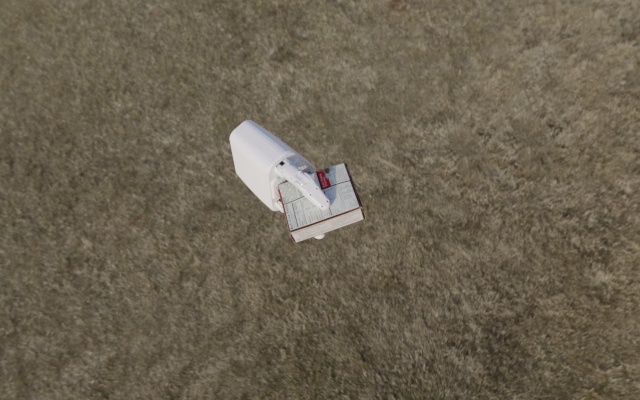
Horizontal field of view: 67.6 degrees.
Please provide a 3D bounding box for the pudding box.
[{"bbox_3d":[0.000,0.002,0.707,0.113,0.090,0.039,-20,-33,4],"label":"pudding box"}]
